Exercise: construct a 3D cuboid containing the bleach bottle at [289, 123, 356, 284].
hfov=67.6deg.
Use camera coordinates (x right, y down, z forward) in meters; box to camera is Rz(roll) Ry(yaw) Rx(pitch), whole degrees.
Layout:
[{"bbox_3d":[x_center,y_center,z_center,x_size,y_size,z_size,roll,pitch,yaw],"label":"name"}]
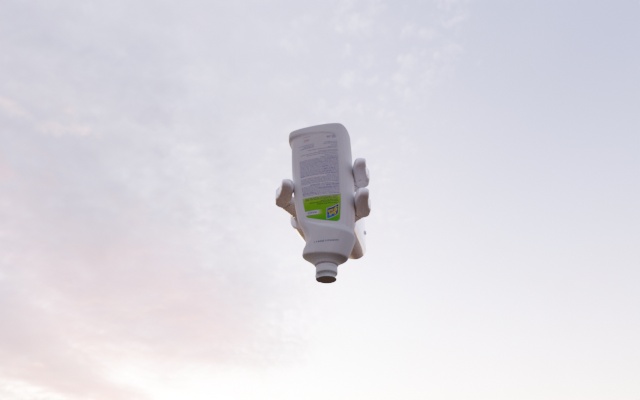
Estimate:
[{"bbox_3d":[0.000,0.002,0.713,0.102,0.250,0.068,-10,-33,16],"label":"bleach bottle"}]
